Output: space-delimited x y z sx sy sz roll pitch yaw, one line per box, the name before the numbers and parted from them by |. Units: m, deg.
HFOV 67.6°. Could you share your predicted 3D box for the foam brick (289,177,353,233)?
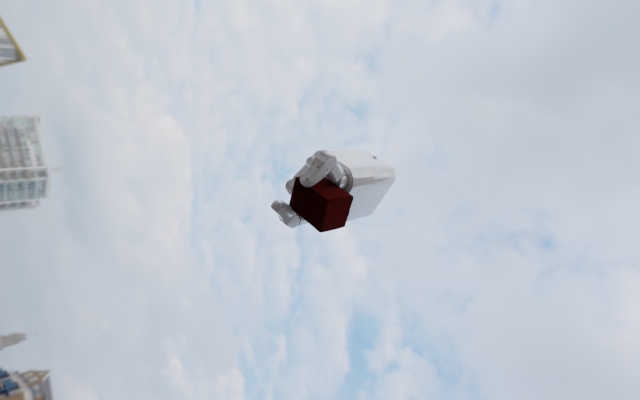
foam brick | 0.000 0.002 0.691 0.051 0.053 0.078 -7 33 -41
